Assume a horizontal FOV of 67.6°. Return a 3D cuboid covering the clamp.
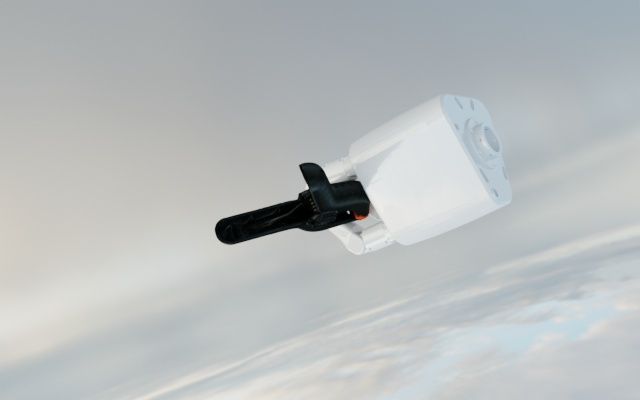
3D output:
[{"bbox_3d":[0.000,0.002,0.444,0.171,0.039,0.120,-8,-15,-47],"label":"clamp"}]
